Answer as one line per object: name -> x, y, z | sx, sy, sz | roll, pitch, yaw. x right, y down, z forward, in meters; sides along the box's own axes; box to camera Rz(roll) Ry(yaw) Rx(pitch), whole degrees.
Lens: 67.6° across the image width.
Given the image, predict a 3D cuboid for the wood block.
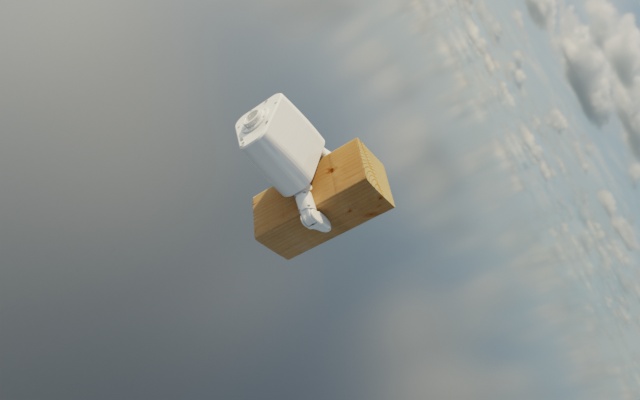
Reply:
wood block -> 0.000, 0.002, 0.760 | 0.206, 0.090, 0.090 | -28, -43, 23
